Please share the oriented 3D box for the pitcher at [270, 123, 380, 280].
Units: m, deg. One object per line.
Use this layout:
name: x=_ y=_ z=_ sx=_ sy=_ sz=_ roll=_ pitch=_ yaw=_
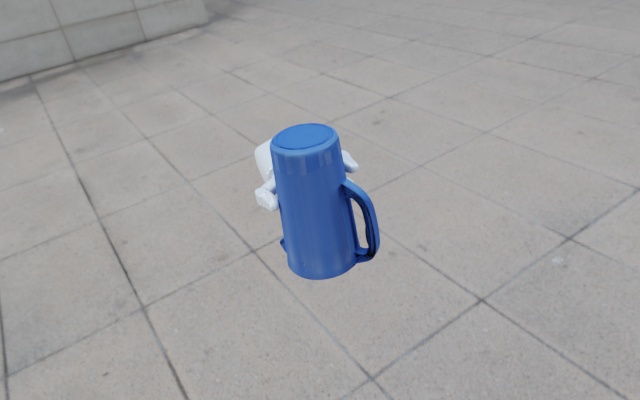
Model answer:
pitcher: x=0.000 y=0.003 z=0.787 sx=0.149 sy=0.243 sz=0.145 roll=-18 pitch=33 yaw=-13
